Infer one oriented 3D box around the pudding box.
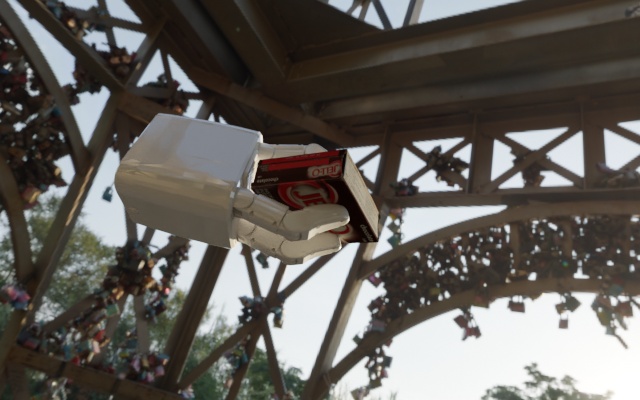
[{"bbox_3d":[0.000,0.001,0.459,0.090,0.039,0.114,-4,-33,24],"label":"pudding box"}]
